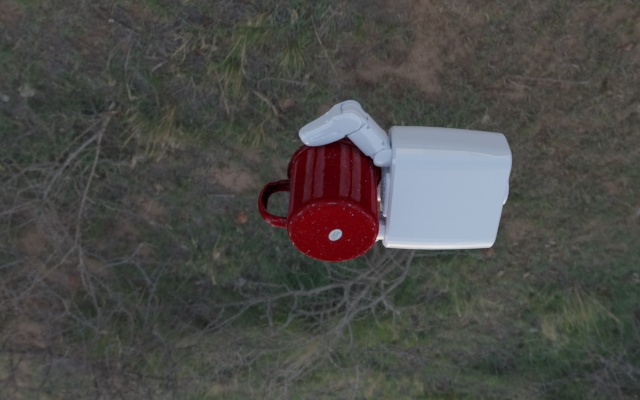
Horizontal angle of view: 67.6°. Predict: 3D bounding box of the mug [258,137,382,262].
[{"bbox_3d":[-0.001,0.002,0.442,0.117,0.093,0.081,1,44,2],"label":"mug"}]
